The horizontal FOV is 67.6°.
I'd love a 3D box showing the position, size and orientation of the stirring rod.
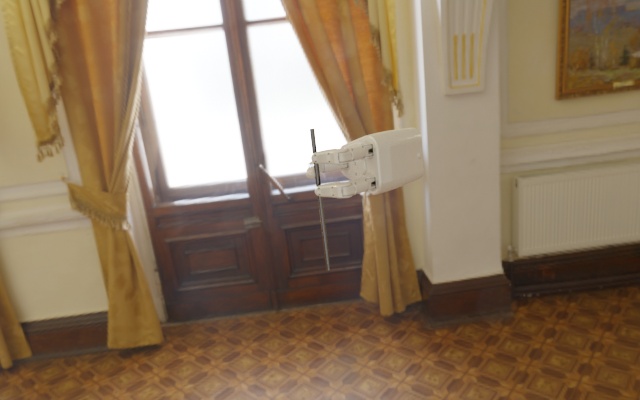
[{"bbox_3d":[0.000,0.003,0.781,0.011,0.239,0.011,-6,16,2],"label":"stirring rod"}]
